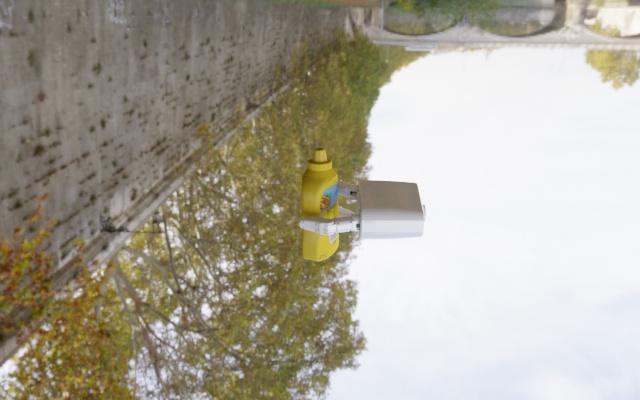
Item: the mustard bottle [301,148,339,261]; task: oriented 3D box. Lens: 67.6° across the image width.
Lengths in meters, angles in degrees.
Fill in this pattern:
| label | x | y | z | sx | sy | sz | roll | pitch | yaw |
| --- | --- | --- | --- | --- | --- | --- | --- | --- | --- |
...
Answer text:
| label | x | y | z | sx | sy | sz | roll | pitch | yaw |
| --- | --- | --- | --- | --- | --- | --- | --- | --- | --- |
| mustard bottle | 0.000 | 0.003 | 0.838 | 0.058 | 0.192 | 0.096 | 10 | 24 | 24 |
